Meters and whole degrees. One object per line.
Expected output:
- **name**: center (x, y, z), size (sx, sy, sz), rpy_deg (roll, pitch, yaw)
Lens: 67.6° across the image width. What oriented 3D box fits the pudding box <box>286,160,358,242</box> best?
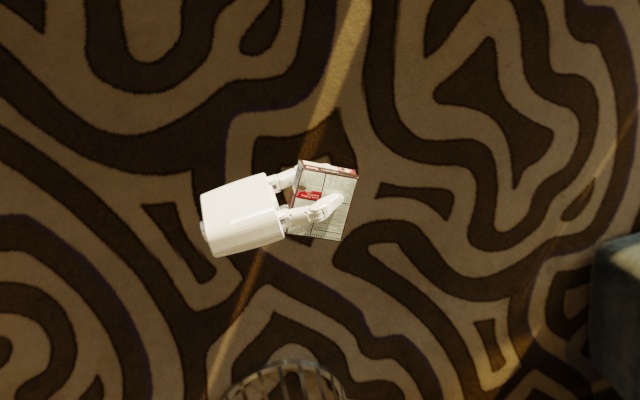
- **pudding box**: center (0.000, 0.002, 0.727), size (0.090, 0.113, 0.039), rpy_deg (9, 22, -13)
